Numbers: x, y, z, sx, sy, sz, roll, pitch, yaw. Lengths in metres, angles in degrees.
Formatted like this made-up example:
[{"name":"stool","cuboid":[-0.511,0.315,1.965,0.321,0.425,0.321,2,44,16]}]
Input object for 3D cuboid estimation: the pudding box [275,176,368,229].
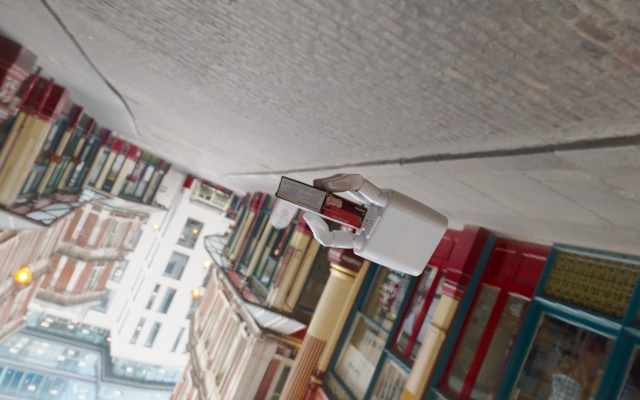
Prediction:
[{"name":"pudding box","cuboid":[0.000,0.003,0.712,0.090,0.039,0.113,24,-4,-43]}]
